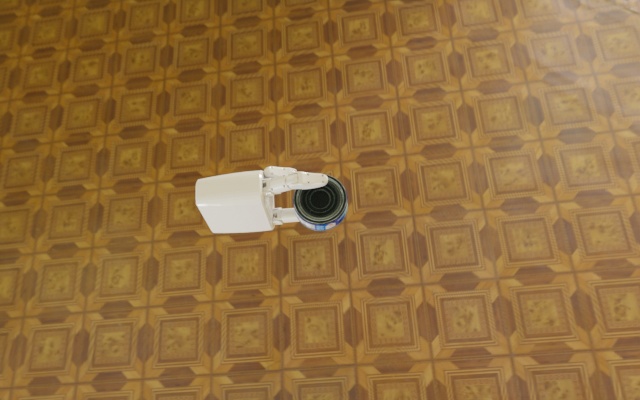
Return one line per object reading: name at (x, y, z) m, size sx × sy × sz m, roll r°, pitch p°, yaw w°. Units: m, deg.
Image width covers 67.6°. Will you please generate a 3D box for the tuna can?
tuna can at (0.000, 0.002, 0.744) m, size 0.086 × 0.086 × 0.034 m, roll 0°, pitch -21°, yaw 3°
